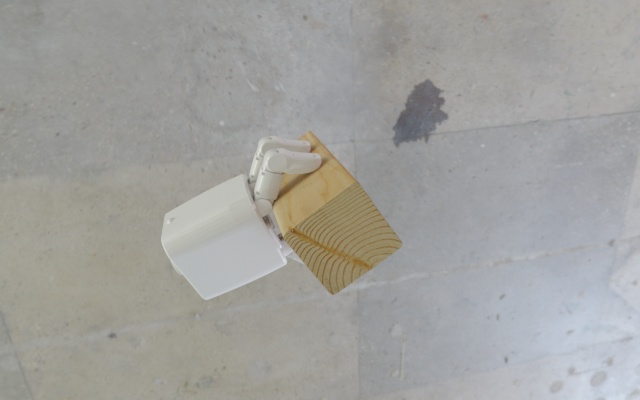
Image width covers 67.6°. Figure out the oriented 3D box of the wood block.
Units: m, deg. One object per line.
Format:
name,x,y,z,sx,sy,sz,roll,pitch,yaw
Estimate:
wood block,0.000,0.002,0.549,0.090,0.091,0.206,-36,26,2
